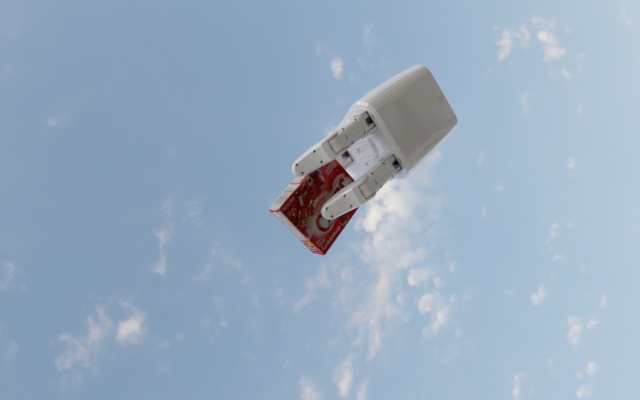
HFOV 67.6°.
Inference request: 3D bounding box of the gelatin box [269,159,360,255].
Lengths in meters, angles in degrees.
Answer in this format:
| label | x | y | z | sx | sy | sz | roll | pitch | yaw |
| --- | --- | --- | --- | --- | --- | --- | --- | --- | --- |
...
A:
| label | x | y | z | sx | sy | sz | roll | pitch | yaw |
| --- | --- | --- | --- | --- | --- | --- | --- | --- | --- |
| gelatin box | 0.000 | 0.002 | 0.514 | 0.073 | 0.089 | 0.030 | 47 | -23 | -21 |
